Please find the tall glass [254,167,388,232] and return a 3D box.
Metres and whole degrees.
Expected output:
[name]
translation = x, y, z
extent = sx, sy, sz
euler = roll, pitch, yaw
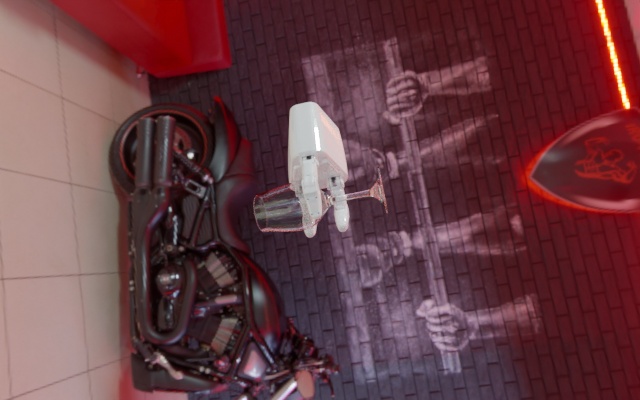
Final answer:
[tall glass]
translation = 0.001, 0.002, 0.748
extent = 0.201, 0.079, 0.079
euler = -11, -2, 8
